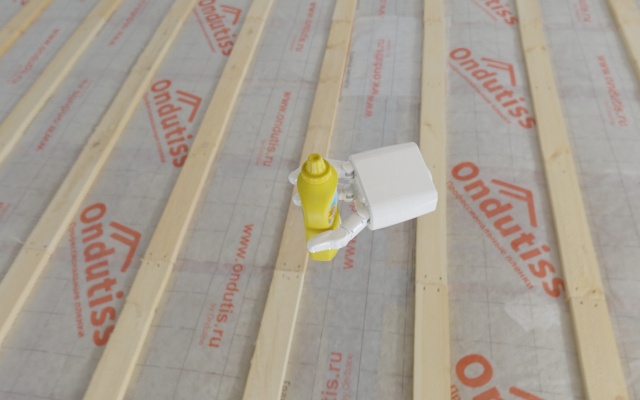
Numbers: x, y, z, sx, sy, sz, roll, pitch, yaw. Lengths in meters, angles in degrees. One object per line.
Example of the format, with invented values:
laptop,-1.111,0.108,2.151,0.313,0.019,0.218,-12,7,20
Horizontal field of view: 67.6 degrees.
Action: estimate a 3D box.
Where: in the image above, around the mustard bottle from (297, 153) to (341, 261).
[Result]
mustard bottle,0.000,0.003,0.706,0.058,0.096,0.192,5,-37,9
